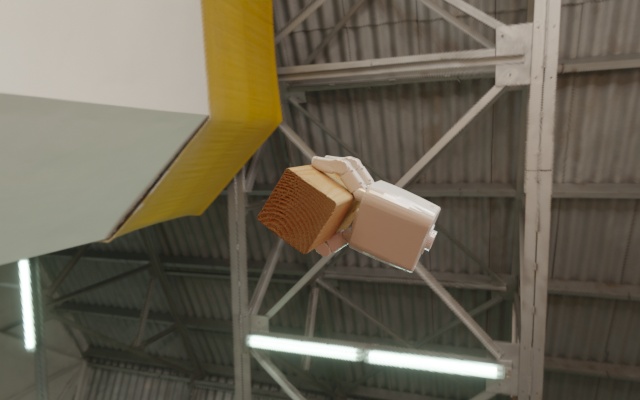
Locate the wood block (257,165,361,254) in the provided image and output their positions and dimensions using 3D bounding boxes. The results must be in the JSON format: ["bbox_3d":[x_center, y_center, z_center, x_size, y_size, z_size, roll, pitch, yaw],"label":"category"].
[{"bbox_3d":[0.000,0.003,0.747,0.090,0.091,0.206,36,17,12],"label":"wood block"}]
